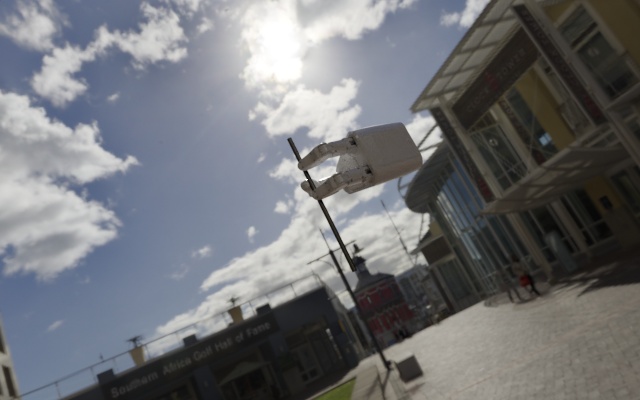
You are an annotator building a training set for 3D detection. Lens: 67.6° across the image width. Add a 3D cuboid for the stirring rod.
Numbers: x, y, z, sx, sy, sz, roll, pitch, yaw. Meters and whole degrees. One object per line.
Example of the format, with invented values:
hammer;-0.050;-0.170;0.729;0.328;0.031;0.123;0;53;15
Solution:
stirring rod;0.000;0.003;0.750;0.011;0.239;0.011;-24;-16;-7
